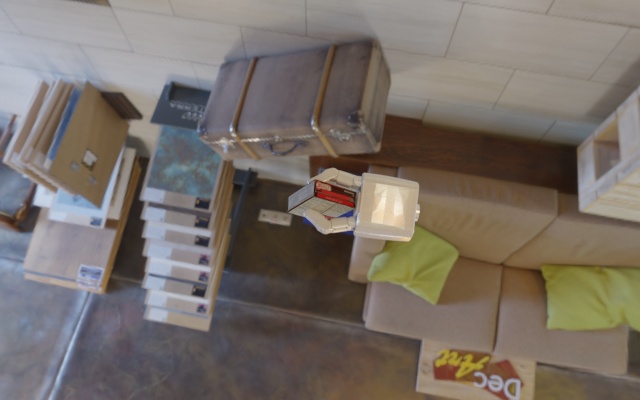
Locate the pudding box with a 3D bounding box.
[{"bbox_3d":[0.000,0.003,0.896,0.090,0.039,0.113,18,-26,-26],"label":"pudding box"}]
